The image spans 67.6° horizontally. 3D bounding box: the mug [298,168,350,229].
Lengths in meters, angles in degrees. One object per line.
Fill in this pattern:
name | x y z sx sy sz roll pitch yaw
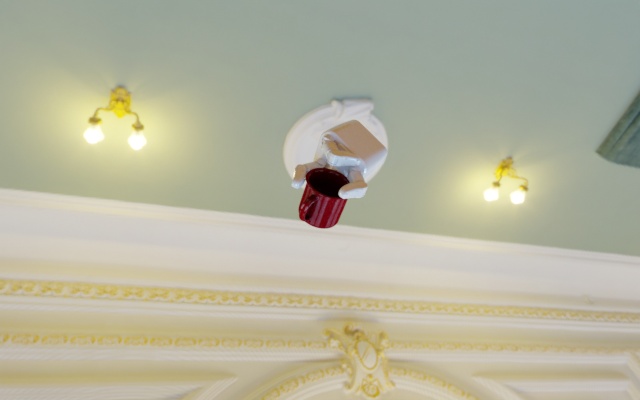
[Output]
mug | -0.001 0.004 0.883 0.093 0.081 0.117 33 38 17
